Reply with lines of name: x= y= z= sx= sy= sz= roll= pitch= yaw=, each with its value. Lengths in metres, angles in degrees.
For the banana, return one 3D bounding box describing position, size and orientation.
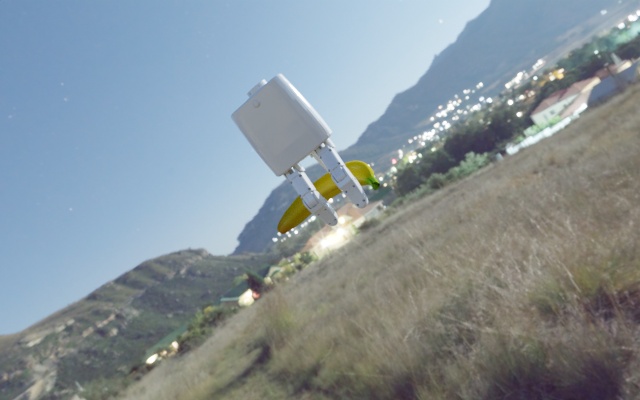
banana: x=0.008 y=-0.011 z=0.702 sx=0.198 sy=0.037 sz=0.069 roll=-29 pitch=25 yaw=37
